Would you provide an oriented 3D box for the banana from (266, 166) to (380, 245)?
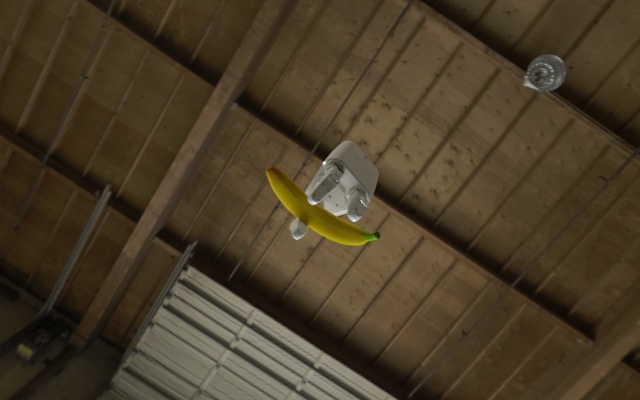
[{"bbox_3d":[-0.003,0.017,0.734,0.198,0.070,0.037,31,42,6],"label":"banana"}]
